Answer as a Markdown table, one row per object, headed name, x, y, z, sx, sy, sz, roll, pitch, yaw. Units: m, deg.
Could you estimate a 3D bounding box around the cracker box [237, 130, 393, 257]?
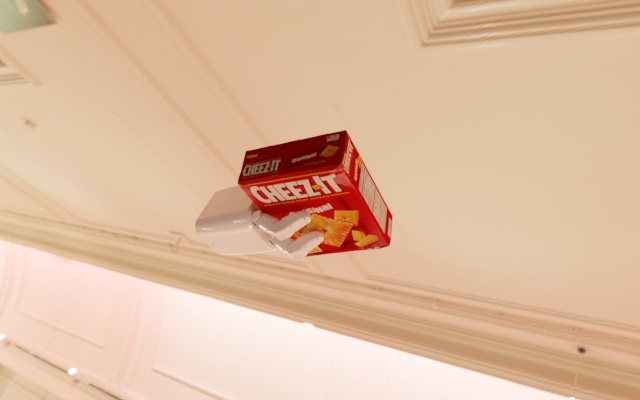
| name | x | y | z | sx | sy | sz | roll | pitch | yaw |
| --- | --- | --- | --- | --- | --- | --- | --- | --- | --- |
| cracker box | 0.000 | 0.002 | 0.730 | 0.164 | 0.072 | 0.214 | -9 | -39 | 23 |
